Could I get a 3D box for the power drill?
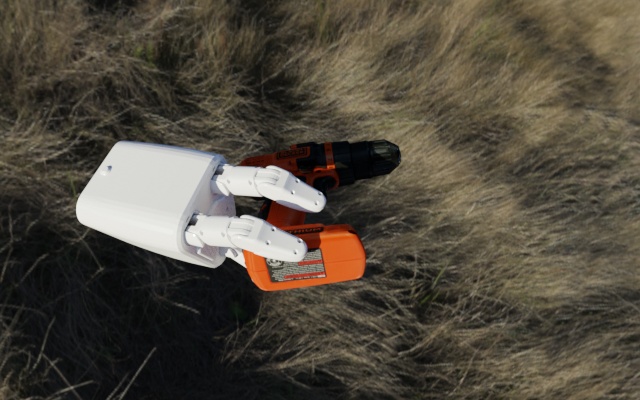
[{"bbox_3d":[0.000,0.002,0.482,0.184,0.057,0.187,-10,33,5],"label":"power drill"}]
